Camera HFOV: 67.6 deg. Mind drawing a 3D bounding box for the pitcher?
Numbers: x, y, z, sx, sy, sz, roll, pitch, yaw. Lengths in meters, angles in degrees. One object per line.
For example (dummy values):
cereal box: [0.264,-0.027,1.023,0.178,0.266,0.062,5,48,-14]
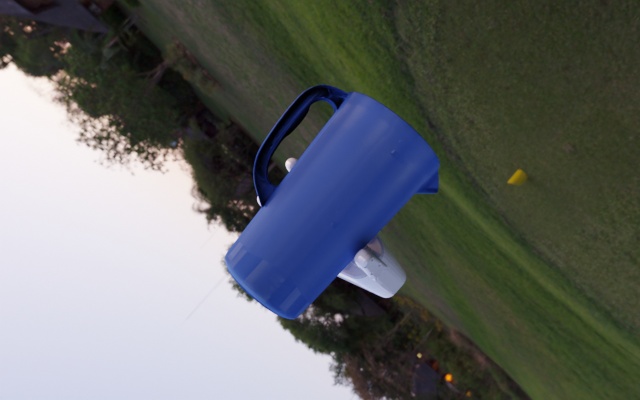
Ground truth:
pitcher: [0.000,0.002,0.535,0.149,0.243,0.145,39,-2,37]
